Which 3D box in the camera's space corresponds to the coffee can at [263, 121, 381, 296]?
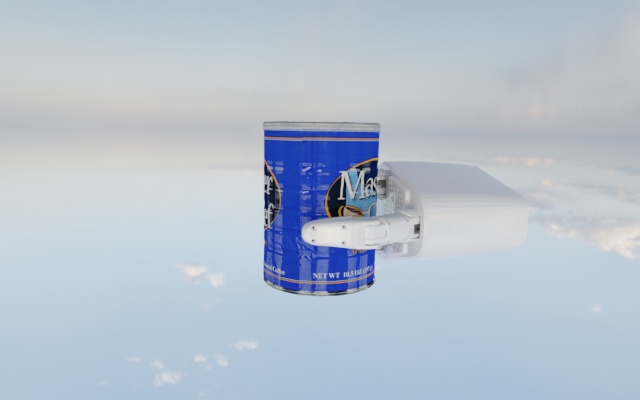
[{"bbox_3d":[0.000,0.001,0.426,0.103,0.140,0.103,1,8,0],"label":"coffee can"}]
